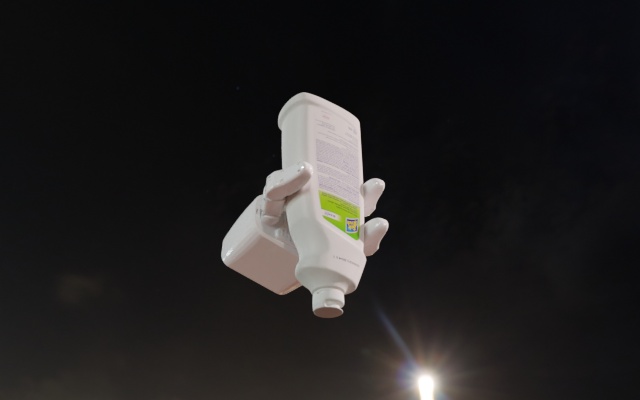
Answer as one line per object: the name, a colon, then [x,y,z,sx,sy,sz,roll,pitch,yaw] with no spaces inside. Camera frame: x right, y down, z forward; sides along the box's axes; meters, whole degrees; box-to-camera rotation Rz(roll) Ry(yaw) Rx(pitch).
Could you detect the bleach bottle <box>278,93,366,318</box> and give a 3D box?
bleach bottle: [0.000,0.002,0.525,0.102,0.250,0.068,20,-39,-27]
